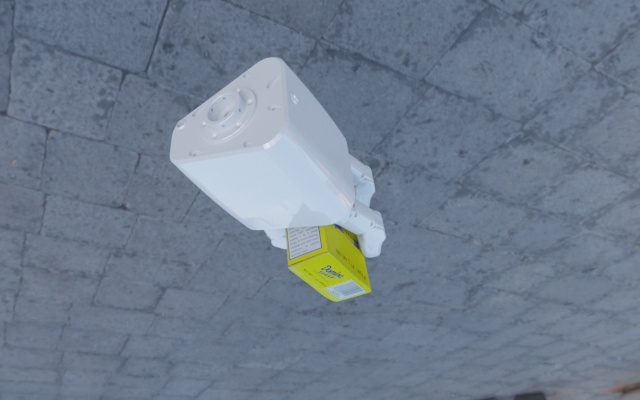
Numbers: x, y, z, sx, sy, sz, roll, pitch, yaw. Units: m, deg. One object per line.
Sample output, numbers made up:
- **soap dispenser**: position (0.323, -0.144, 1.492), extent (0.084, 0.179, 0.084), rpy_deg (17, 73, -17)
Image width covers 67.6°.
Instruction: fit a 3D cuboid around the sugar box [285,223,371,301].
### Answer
- **sugar box**: position (0.001, 0.001, 0.471), extent (0.048, 0.176, 0.093), rpy_deg (-21, -38, 19)
